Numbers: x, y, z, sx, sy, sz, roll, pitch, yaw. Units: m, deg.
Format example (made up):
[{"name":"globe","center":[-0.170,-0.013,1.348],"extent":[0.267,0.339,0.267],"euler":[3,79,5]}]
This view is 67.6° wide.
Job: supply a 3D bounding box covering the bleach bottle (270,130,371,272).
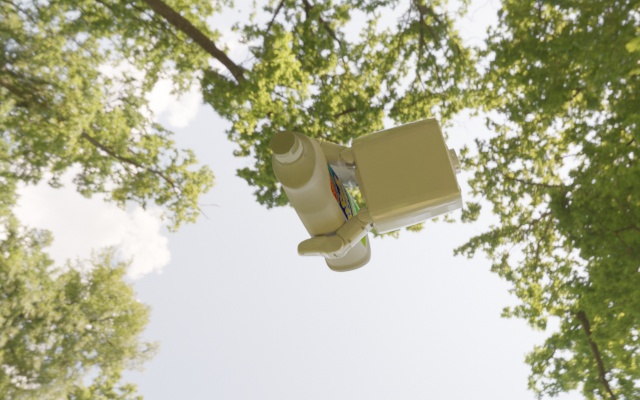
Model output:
[{"name":"bleach bottle","center":[0.000,0.002,0.581],"extent":[0.068,0.102,0.251],"euler":[-15,-29,11]}]
